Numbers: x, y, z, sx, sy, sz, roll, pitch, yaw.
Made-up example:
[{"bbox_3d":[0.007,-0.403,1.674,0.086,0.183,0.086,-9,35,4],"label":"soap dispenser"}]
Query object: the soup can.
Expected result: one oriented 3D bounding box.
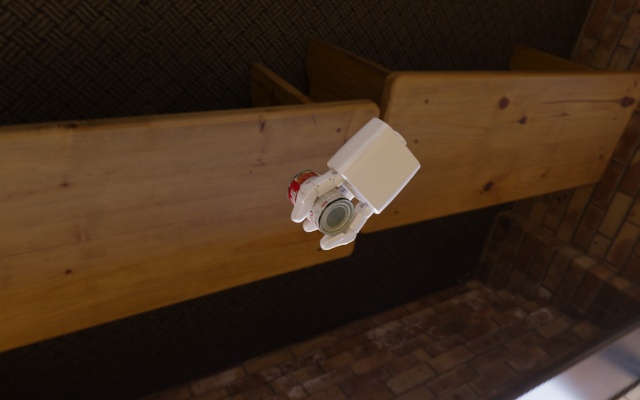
[{"bbox_3d":[0.000,0.003,0.766,0.068,0.068,0.102,0,29,-37],"label":"soup can"}]
